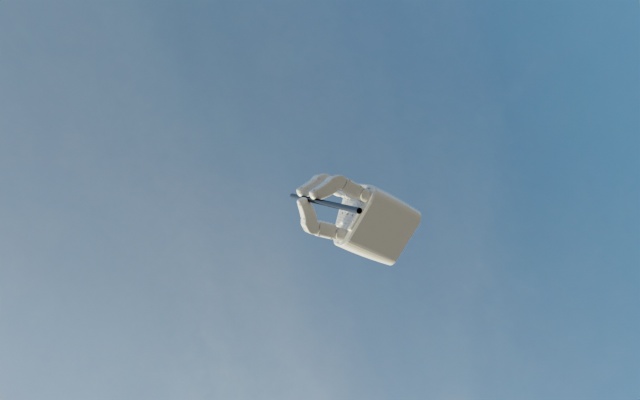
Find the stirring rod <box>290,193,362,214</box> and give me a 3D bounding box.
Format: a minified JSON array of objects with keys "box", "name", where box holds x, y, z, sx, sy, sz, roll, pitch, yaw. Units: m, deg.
[{"box":[0.000,0.002,0.703,0.011,0.011,0.239,0,5,-24],"name":"stirring rod"}]
